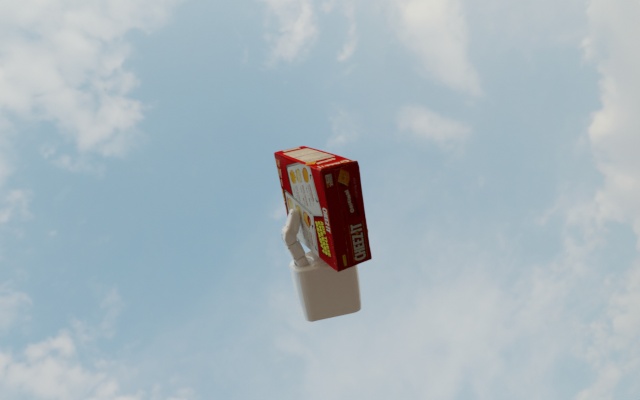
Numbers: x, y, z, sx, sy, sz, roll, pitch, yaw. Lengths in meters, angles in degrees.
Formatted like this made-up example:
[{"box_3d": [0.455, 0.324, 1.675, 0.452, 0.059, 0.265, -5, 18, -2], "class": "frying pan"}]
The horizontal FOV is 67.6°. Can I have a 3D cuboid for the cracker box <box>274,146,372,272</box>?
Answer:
[{"box_3d": [0.000, 0.003, 0.800, 0.072, 0.164, 0.213, -17, 18, -20], "class": "cracker box"}]
